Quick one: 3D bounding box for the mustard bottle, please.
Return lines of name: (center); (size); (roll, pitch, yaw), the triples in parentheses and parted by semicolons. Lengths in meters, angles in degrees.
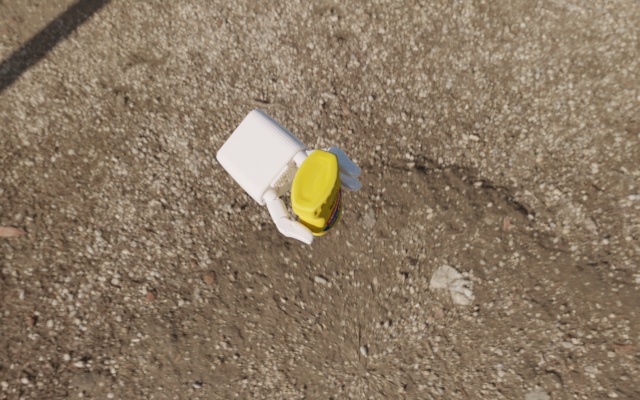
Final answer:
mustard bottle: (0.000, 0.002, 0.738); (0.058, 0.096, 0.192); (18, -17, 11)
